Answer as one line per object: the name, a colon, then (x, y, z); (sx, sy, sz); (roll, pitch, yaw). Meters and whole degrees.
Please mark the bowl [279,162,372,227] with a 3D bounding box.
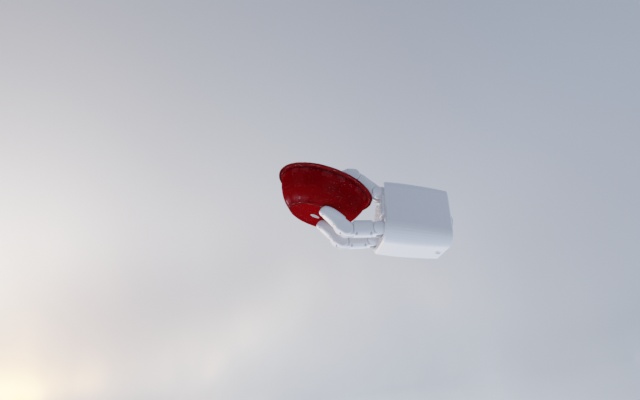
bowl: (-0.001, 0.003, 0.785); (0.162, 0.055, 0.162); (16, -24, 7)
